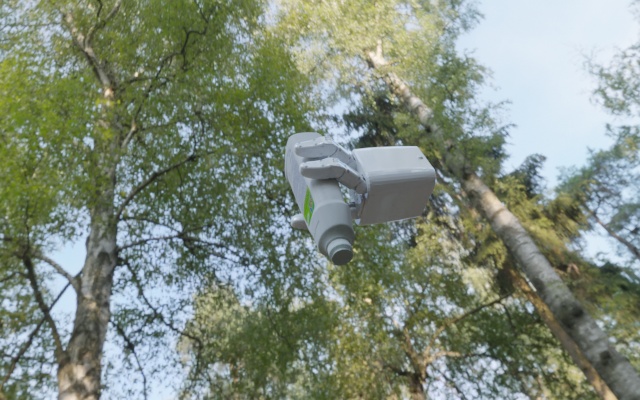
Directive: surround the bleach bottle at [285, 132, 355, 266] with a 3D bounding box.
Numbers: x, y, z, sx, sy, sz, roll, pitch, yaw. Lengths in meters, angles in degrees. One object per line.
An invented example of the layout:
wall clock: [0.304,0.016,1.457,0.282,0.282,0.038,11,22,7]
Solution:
bleach bottle: [0.000,0.002,0.696,0.068,0.103,0.250,-6,39,-11]
